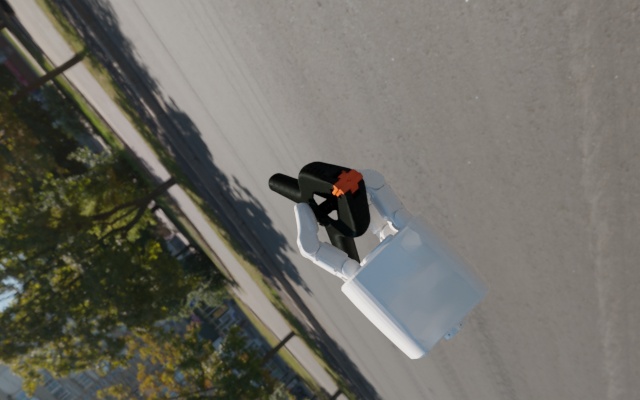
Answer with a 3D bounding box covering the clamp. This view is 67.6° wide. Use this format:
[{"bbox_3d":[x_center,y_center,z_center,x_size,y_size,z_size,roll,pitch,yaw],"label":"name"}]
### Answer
[{"bbox_3d":[0.000,0.002,0.538,0.036,0.164,0.210,-42,-11,-18],"label":"clamp"}]
